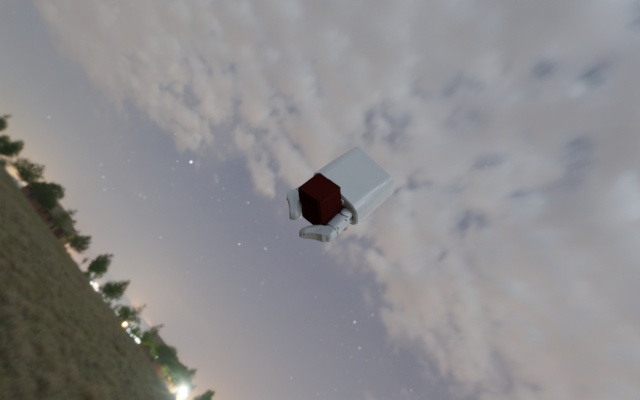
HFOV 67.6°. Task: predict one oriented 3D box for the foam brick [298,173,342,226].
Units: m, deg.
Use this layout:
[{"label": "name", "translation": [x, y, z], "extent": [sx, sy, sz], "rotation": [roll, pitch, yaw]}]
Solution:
[{"label": "foam brick", "translation": [0.000, 0.003, 0.817], "extent": [0.051, 0.078, 0.053], "rotation": [-37, 56, -25]}]
